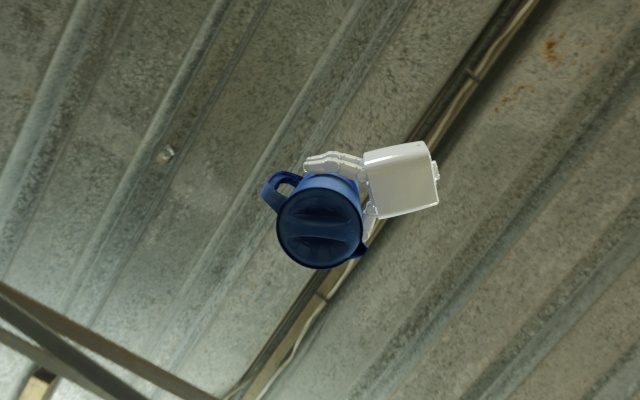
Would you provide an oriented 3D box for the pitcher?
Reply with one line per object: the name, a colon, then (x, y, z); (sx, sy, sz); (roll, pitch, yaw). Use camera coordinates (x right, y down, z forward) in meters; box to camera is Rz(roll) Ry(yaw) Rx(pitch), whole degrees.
pitcher: (0.000, 0.003, 0.821); (0.145, 0.149, 0.242); (-14, 16, 10)
